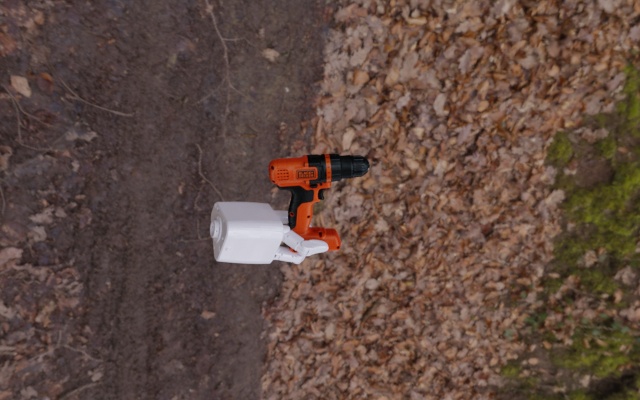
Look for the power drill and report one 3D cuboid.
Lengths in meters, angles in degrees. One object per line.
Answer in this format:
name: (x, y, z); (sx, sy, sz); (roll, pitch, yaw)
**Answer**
power drill: (0.000, 0.003, 0.896); (0.184, 0.188, 0.057); (-3, 23, -3)
